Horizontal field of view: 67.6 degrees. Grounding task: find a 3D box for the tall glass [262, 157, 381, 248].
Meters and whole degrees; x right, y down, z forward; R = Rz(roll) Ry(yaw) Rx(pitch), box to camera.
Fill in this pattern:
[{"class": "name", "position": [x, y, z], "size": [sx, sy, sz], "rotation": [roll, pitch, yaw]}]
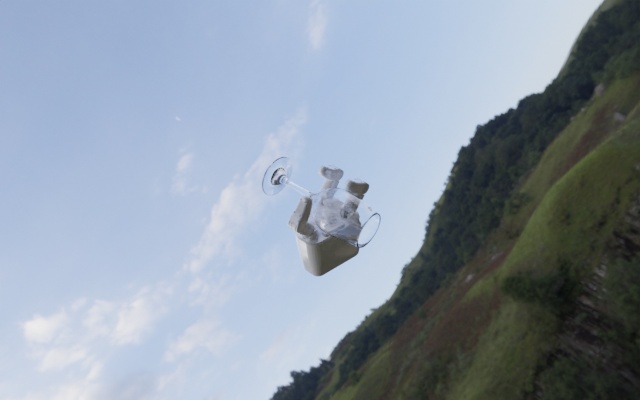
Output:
[{"class": "tall glass", "position": [0.000, 0.002, 0.787], "size": [0.201, 0.079, 0.079], "rotation": [31, 15, 28]}]
